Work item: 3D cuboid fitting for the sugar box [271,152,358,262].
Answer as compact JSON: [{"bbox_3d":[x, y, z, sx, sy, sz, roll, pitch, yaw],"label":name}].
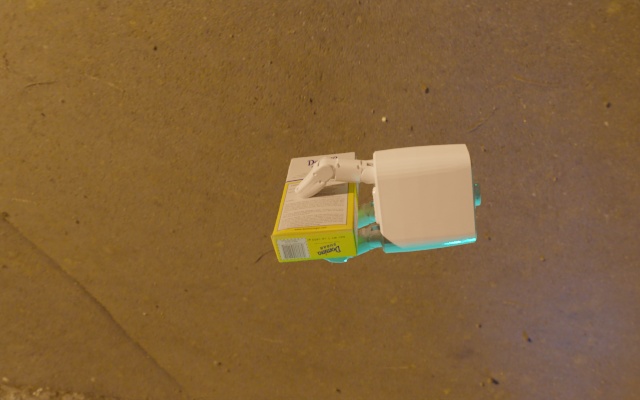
[{"bbox_3d":[0.000,0.002,0.595,0.093,0.048,0.176,-5,31,9],"label":"sugar box"}]
